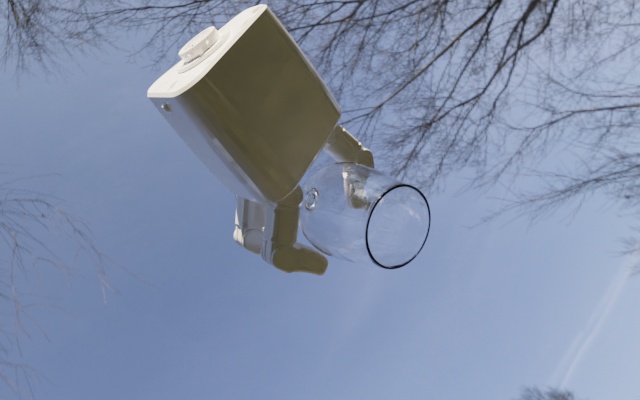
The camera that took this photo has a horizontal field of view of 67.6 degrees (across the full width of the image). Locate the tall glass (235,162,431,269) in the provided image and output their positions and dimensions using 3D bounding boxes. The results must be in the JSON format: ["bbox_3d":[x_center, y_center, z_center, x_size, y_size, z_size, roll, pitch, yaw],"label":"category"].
[{"bbox_3d":[0.000,0.001,0.415,0.079,0.079,0.201,0,10,-35],"label":"tall glass"}]
